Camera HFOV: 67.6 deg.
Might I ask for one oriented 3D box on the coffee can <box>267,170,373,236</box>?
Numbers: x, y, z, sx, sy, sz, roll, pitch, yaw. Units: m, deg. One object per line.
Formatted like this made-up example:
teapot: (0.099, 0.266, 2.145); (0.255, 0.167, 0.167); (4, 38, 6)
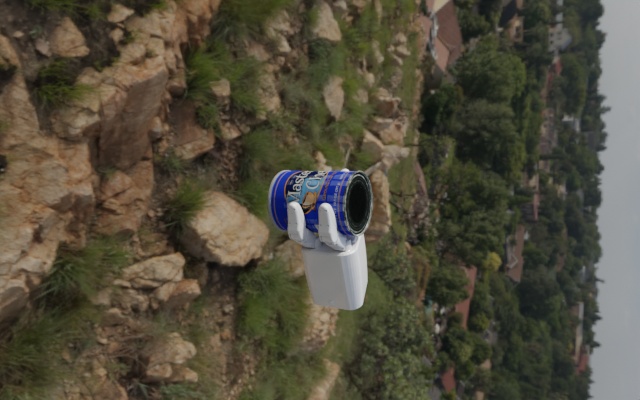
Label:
coffee can: (0.000, 0.002, 0.773); (0.140, 0.103, 0.103); (2, 1, 30)
